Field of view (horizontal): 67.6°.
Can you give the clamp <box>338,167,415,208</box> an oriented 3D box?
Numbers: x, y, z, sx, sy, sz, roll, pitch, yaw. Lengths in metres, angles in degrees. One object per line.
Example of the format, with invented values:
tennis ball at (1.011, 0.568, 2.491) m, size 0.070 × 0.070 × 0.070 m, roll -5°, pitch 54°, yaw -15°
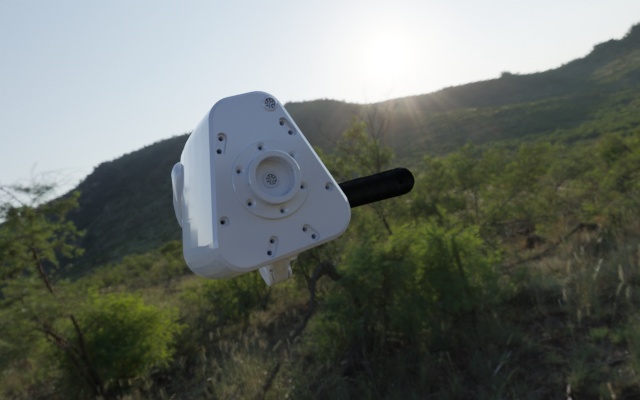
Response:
clamp at (0.000, 0.001, 0.447) m, size 0.171 × 0.039 × 0.120 m, roll -18°, pitch -3°, yaw -25°
